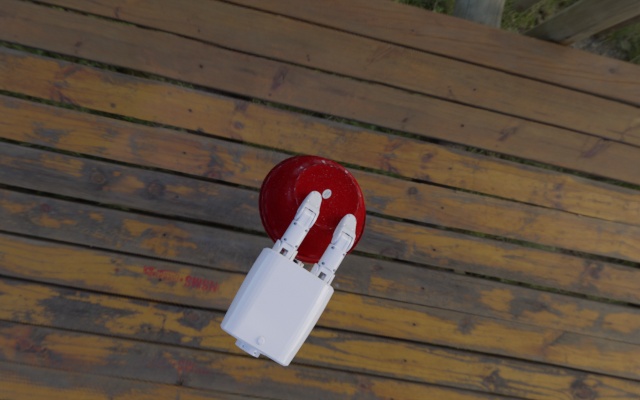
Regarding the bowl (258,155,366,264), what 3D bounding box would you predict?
[{"bbox_3d":[0.001,0.001,0.652,0.162,0.162,0.055,0,-19,-22],"label":"bowl"}]
